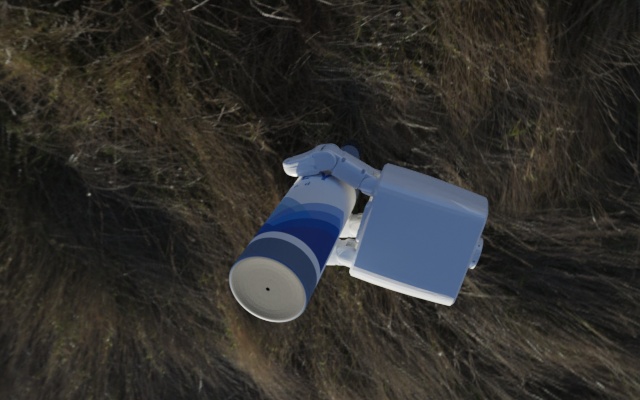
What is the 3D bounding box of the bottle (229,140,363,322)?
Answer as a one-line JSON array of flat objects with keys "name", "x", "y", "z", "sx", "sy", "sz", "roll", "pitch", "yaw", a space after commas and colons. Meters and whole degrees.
[{"name": "bottle", "x": 0.000, "y": 0.002, "z": 0.497, "sx": 0.069, "sy": 0.069, "sz": 0.295, "roll": 0, "pitch": 28, "yaw": 19}]
